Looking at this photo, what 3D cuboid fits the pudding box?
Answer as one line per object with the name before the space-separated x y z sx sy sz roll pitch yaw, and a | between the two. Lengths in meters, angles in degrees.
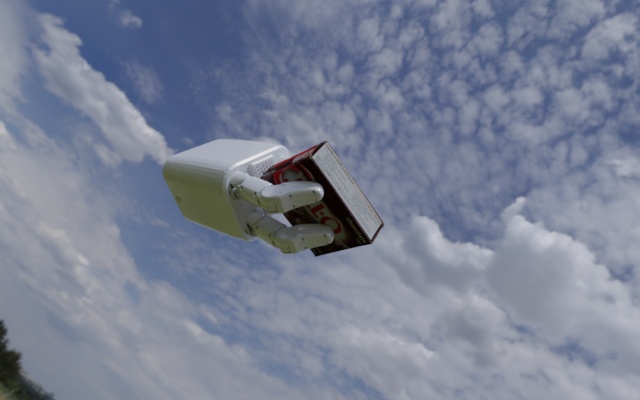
pudding box | 0.000 0.002 0.506 0.090 0.113 0.039 -19 25 48
